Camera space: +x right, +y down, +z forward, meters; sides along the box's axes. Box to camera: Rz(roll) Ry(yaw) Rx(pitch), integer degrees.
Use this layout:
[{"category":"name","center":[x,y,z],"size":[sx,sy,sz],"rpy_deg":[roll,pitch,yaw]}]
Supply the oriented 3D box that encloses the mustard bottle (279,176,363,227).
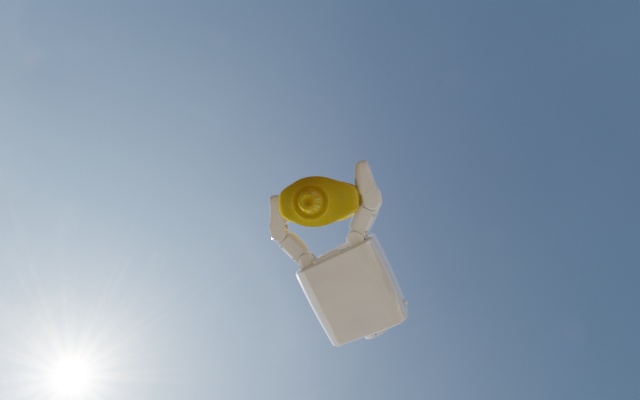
[{"category":"mustard bottle","center":[0.000,0.002,0.588],"size":[0.096,0.058,0.191],"rpy_deg":[-3,0,9]}]
